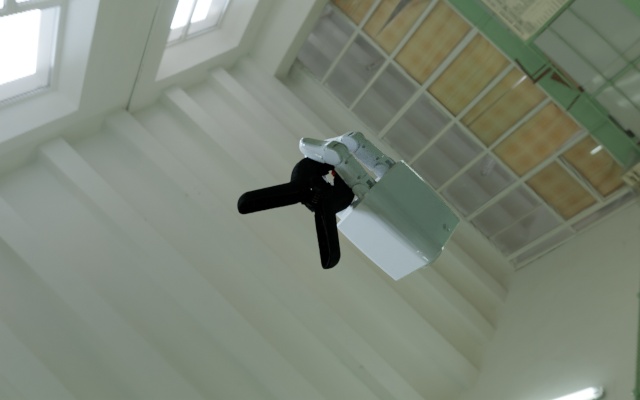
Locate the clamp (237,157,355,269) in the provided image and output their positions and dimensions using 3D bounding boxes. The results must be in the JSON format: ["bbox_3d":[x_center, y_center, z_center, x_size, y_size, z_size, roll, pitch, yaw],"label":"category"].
[{"bbox_3d":[0.000,0.002,0.539,0.171,0.120,0.039,-42,-7,-45],"label":"clamp"}]
